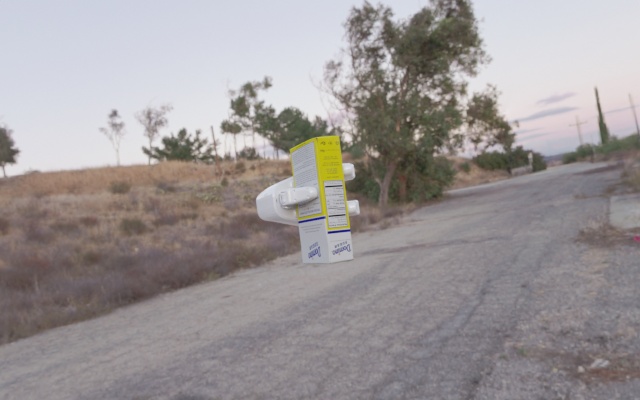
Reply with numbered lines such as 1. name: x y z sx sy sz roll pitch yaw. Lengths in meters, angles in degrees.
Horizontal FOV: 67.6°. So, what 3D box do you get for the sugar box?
1. sugar box: 0.001 0.002 0.692 0.048 0.176 0.093 -7 -2 -27
